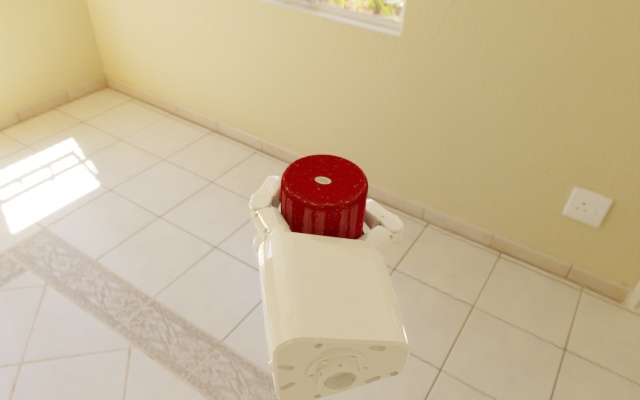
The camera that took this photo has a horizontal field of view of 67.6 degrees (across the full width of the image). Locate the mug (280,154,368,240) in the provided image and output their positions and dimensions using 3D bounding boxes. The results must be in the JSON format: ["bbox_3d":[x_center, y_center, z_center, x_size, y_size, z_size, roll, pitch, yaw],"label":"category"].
[{"bbox_3d":[0.000,0.000,0.473,0.093,0.082,0.117,-5,41,-10],"label":"mug"}]
